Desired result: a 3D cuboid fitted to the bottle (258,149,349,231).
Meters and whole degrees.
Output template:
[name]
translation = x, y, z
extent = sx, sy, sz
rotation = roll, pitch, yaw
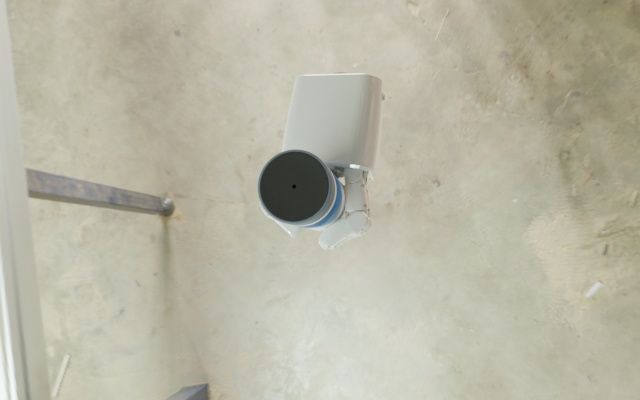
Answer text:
[bottle]
translation = 0.000, 0.002, 0.560
extent = 0.069, 0.069, 0.296
rotation = 0, -5, 9
